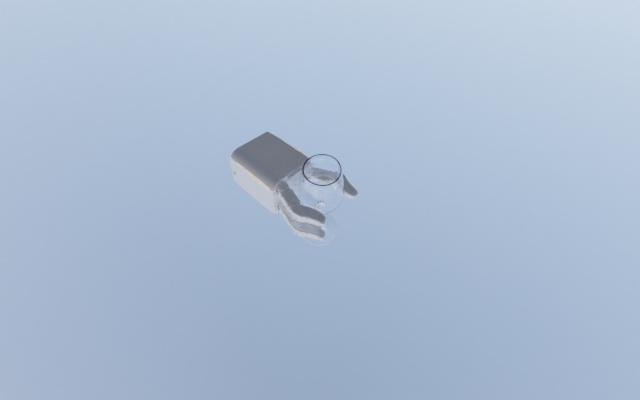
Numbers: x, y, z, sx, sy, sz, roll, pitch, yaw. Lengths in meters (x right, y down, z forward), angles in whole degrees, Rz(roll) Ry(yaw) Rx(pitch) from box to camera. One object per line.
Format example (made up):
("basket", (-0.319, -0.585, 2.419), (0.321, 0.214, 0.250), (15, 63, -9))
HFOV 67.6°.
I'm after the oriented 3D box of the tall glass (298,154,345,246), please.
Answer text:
("tall glass", (0.000, 0.003, 0.833), (0.079, 0.079, 0.201), (0, -31, -2))
